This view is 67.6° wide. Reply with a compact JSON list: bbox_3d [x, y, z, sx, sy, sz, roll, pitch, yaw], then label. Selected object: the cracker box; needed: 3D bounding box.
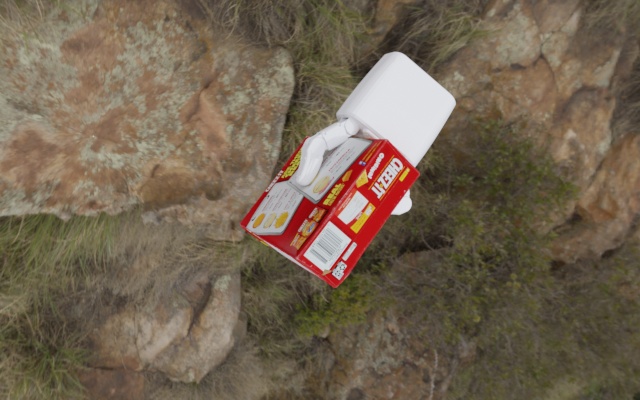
[{"bbox_3d":[0.000,0.002,0.603,0.072,0.164,0.213,41,-11,-24],"label":"cracker box"}]
